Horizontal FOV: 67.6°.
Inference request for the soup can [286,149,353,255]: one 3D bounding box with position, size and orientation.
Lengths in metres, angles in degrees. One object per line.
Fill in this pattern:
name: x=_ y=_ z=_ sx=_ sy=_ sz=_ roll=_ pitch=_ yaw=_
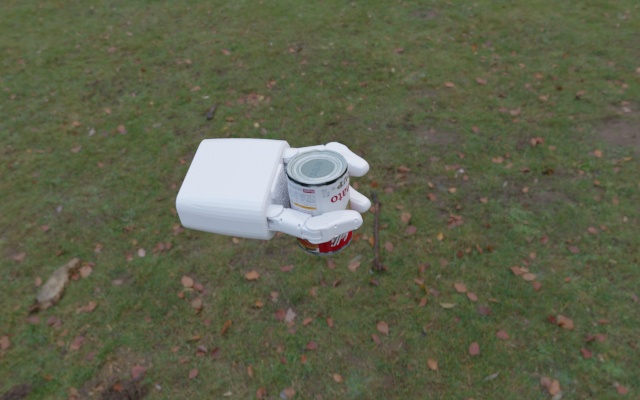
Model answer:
soup can: x=0.001 y=0.002 z=0.534 sx=0.068 sy=0.102 sz=0.068 roll=-4 pitch=39 yaw=3
